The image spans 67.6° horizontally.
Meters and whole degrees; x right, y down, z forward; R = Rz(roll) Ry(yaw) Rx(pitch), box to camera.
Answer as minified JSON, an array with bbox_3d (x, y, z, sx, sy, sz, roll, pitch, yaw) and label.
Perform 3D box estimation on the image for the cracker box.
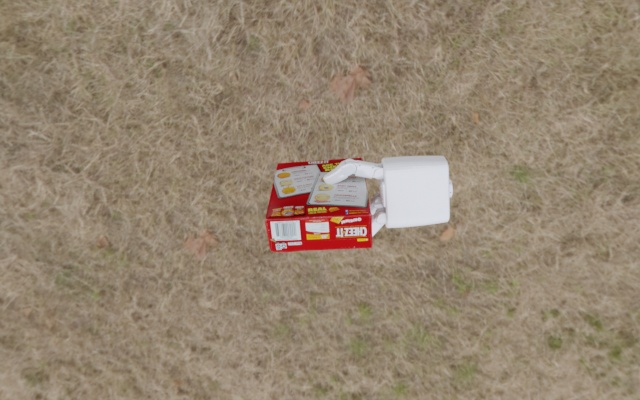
[{"bbox_3d":[0.000,0.003,0.823,0.164,0.072,0.213,-3,28,2],"label":"cracker box"}]
